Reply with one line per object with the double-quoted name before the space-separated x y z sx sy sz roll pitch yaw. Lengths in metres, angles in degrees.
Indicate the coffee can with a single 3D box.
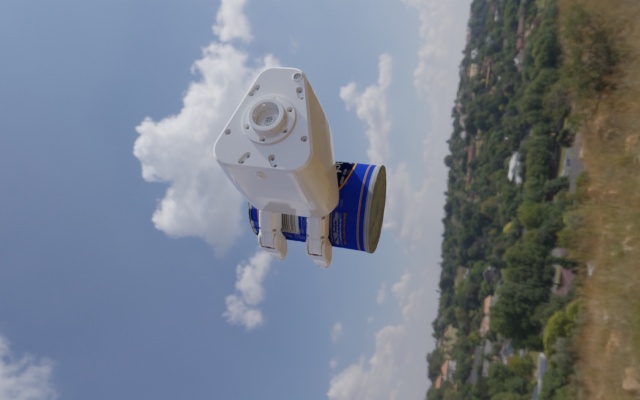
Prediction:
"coffee can" 0.000 0.002 0.565 0.140 0.103 0.103 7 2 15
